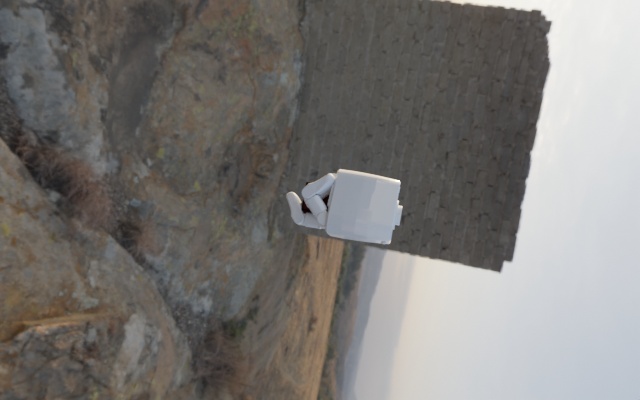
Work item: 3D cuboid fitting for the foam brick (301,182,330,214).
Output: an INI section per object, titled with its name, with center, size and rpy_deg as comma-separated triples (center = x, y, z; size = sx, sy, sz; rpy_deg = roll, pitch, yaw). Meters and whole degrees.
[foam brick]
center = 0.000, 0.003, 0.856
size = 0.051, 0.053, 0.078
rpy_deg = 9, -8, 8
